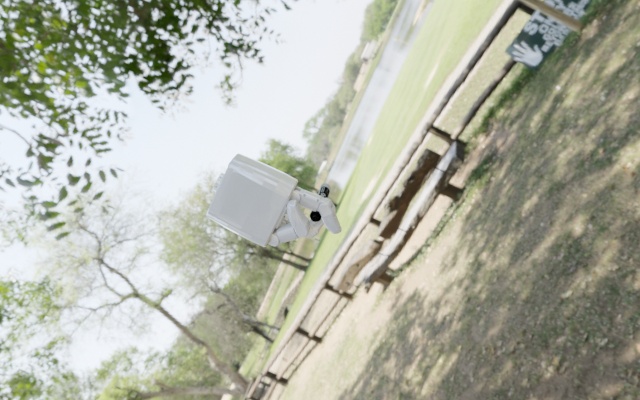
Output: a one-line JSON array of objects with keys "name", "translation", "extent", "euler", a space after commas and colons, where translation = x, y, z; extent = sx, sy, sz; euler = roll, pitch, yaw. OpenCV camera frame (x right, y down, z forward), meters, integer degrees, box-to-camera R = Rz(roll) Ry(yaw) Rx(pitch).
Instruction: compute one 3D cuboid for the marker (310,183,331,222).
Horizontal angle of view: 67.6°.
[{"name": "marker", "translation": [0.000, 0.003, 0.794], "extent": [0.020, 0.020, 0.121], "euler": [0, 25, 9]}]
